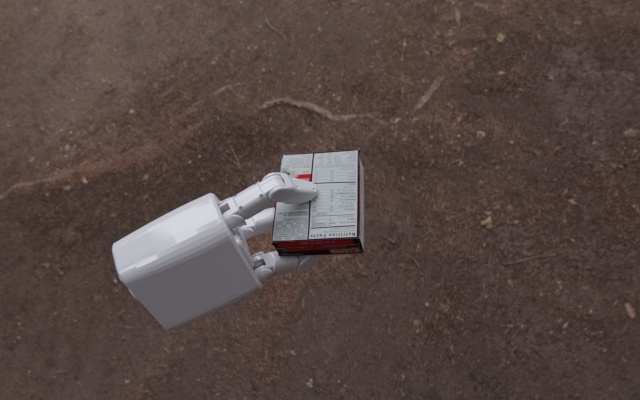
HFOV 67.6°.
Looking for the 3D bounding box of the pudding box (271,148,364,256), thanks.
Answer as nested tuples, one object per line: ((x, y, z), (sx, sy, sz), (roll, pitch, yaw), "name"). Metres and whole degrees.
((0.000, 0.002, 0.502), (0.090, 0.113, 0.039), (-3, -30, 10), "pudding box")
